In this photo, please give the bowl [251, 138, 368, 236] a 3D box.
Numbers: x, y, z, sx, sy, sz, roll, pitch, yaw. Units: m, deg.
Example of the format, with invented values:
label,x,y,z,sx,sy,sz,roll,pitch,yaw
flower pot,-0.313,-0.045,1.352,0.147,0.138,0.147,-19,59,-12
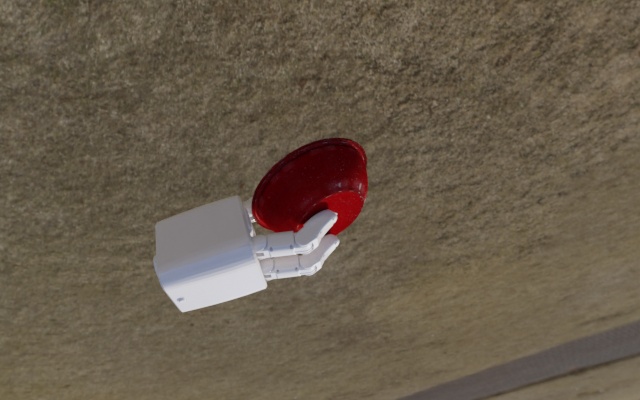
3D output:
label,x,y,z,sx,sy,sz,roll,pitch,yaw
bowl,0.001,0.002,0.584,0.162,0.055,0.162,-23,-33,-16
